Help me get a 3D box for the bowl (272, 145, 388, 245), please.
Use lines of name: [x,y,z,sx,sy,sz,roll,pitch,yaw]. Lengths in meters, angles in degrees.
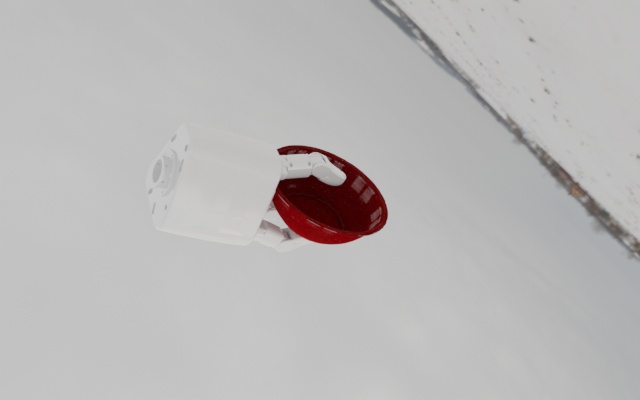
bowl: [0.001,0.003,0.590,0.162,0.055,0.162,20,35,-14]
